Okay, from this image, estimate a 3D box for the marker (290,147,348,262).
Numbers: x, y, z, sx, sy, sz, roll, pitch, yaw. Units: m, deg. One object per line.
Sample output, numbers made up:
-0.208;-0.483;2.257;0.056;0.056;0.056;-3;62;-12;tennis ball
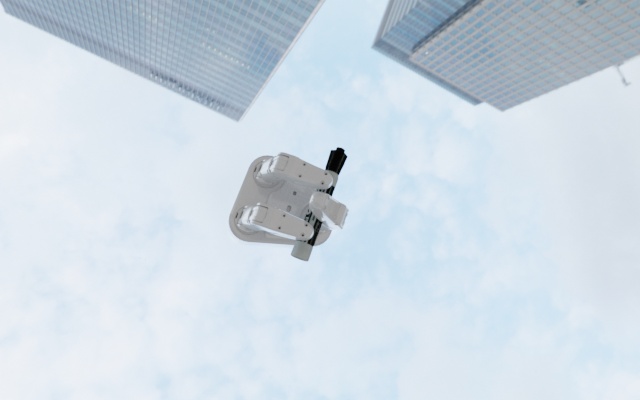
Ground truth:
0.000;0.002;0.477;0.020;0.121;0.020;20;-14;5;marker
